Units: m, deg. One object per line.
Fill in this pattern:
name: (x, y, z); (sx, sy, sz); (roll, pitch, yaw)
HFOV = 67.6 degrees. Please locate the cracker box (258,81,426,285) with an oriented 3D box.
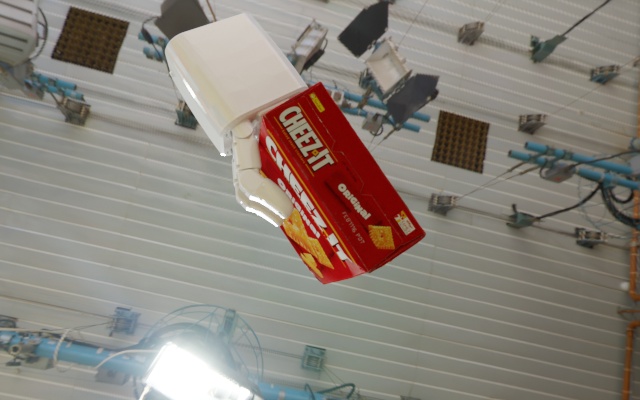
cracker box: (0.000, 0.002, 0.501); (0.072, 0.164, 0.214); (-33, -5, -15)
